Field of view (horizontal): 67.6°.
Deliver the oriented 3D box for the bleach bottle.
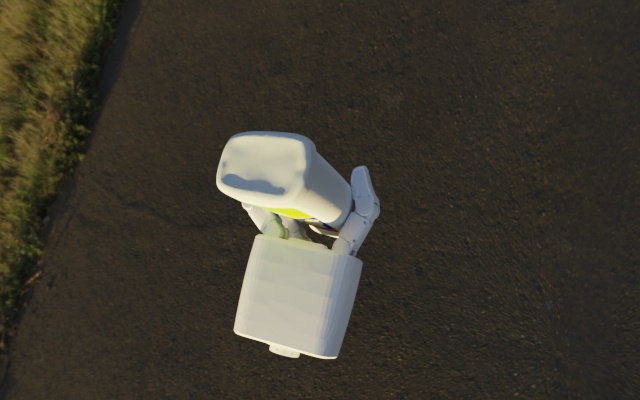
[{"bbox_3d":[0.000,0.002,0.530,0.102,0.068,0.251,9,-11,29],"label":"bleach bottle"}]
